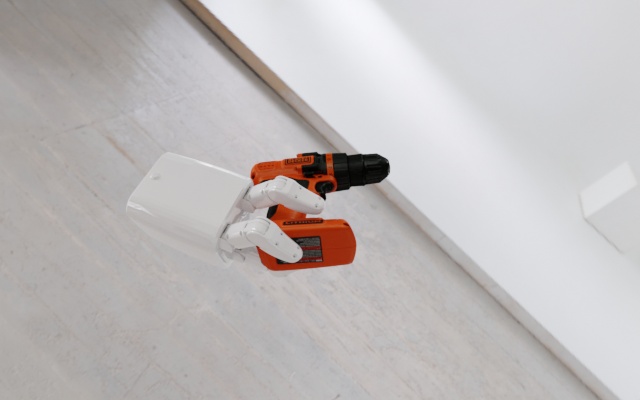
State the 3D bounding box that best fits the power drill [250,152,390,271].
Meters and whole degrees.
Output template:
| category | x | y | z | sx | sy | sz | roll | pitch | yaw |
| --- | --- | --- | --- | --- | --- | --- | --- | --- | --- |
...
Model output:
| category | x | y | z | sx | sy | sz | roll | pitch | yaw |
| --- | --- | --- | --- | --- | --- | --- | --- | --- | --- |
| power drill | 0.000 | 0.002 | 0.573 | 0.184 | 0.057 | 0.187 | -7 | 31 | 4 |
